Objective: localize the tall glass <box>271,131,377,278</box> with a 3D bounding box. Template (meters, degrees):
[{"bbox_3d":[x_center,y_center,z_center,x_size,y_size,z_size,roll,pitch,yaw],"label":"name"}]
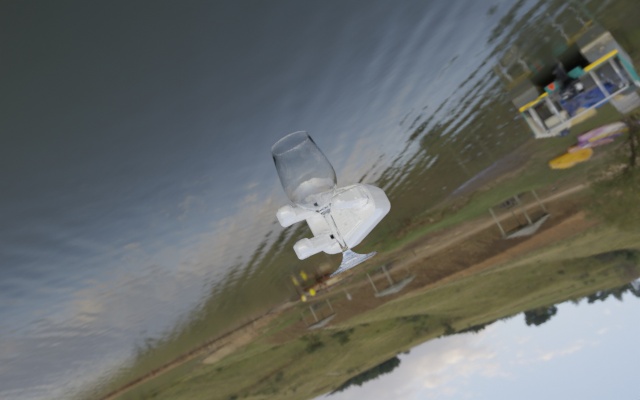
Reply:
[{"bbox_3d":[0.000,0.003,0.675,0.079,0.201,0.079,-27,-11,-6],"label":"tall glass"}]
